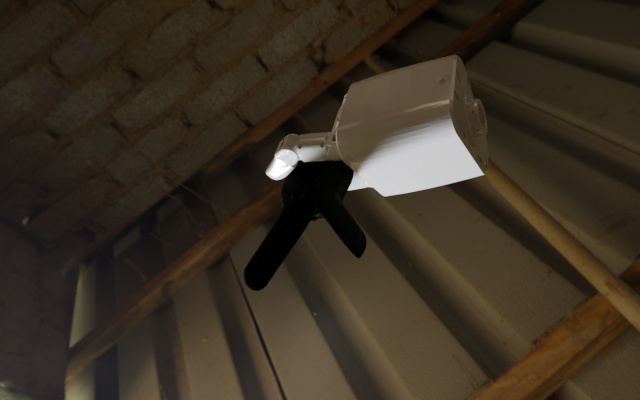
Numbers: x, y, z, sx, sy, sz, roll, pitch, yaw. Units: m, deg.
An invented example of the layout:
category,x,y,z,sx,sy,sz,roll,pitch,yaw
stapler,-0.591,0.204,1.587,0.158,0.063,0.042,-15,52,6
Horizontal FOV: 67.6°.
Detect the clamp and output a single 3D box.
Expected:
category,x,y,z,sx,sy,sz,roll,pitch,yaw
clamp,0.000,0.002,0.438,0.120,0.171,0.039,-10,-44,31
